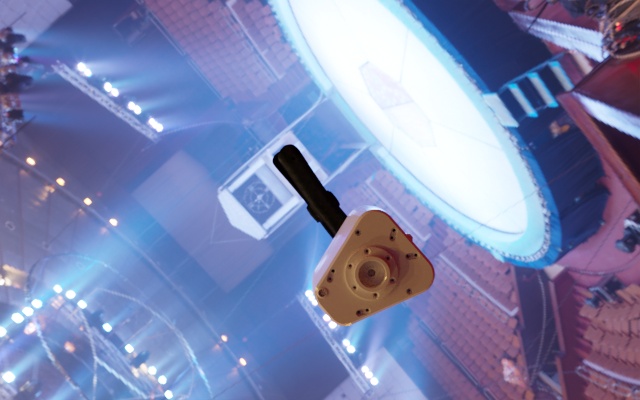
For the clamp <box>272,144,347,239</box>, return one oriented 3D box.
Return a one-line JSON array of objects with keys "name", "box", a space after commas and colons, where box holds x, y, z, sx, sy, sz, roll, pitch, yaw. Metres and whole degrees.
[{"name": "clamp", "box": [0.000, 0.002, 0.561, 0.039, 0.171, 0.120, -41, -1, 0]}]
